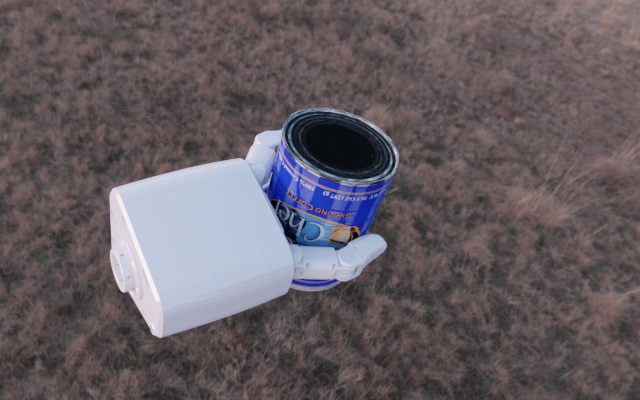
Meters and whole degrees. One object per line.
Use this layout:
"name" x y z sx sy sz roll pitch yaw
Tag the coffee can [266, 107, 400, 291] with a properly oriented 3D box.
"coffee can" 0.000 0.002 0.443 0.103 0.140 0.102 11 41 -10
